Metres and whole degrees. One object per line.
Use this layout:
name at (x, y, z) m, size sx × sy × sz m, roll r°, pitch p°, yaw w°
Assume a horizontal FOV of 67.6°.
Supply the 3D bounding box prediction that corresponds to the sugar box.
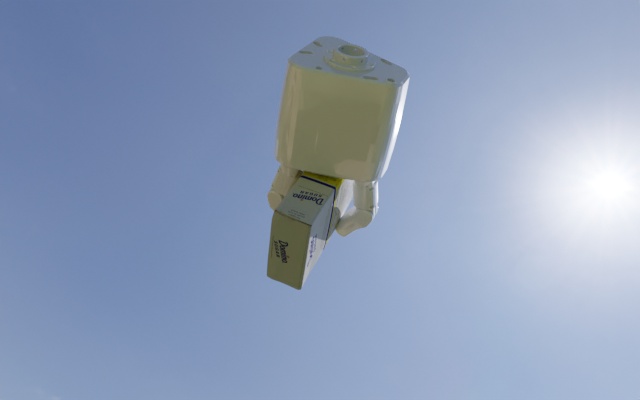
sugar box at (0.000, 0.001, 0.518) m, size 0.048 × 0.093 × 0.176 m, roll 22°, pitch 40°, yaw 14°
